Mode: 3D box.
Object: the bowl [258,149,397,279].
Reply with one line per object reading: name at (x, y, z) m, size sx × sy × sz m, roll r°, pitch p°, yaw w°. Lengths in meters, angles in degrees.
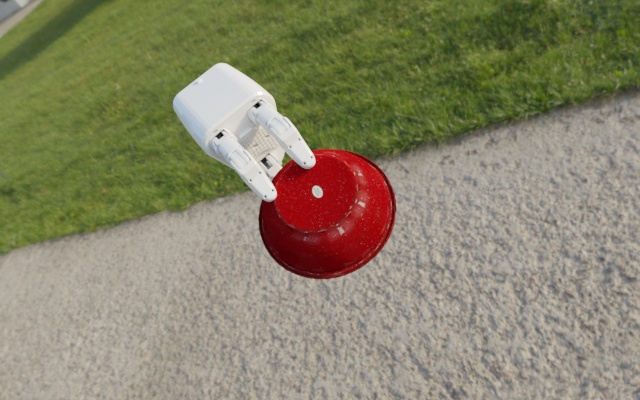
bowl at (0.001, 0.002, 0.525) m, size 0.162 × 0.162 × 0.055 m, roll 0°, pitch -24°, yaw 14°
